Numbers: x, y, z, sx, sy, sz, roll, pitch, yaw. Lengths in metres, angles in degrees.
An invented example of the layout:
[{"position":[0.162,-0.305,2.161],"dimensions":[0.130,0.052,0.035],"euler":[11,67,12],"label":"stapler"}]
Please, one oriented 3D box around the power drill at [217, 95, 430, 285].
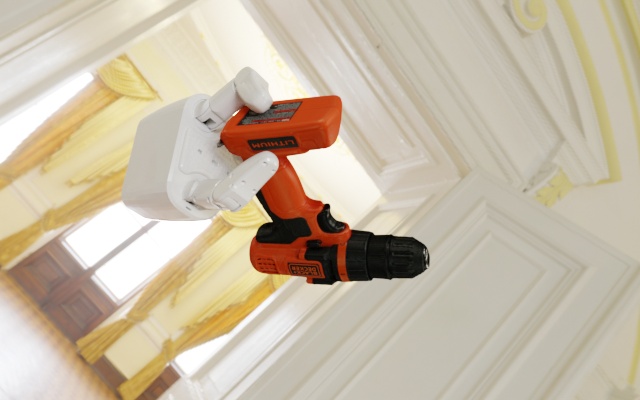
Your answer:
[{"position":[0.000,0.001,0.438],"dimensions":[0.184,0.188,0.057],"euler":[-2,35,19],"label":"power drill"}]
